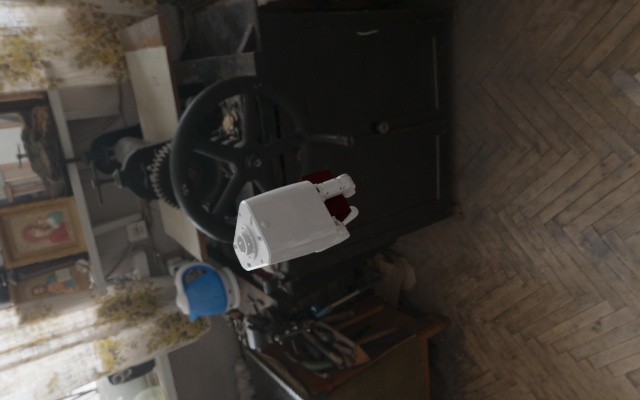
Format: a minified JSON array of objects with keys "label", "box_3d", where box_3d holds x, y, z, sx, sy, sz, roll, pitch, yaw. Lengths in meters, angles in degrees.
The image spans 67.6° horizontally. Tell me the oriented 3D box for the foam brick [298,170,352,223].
[{"label":"foam brick","box_3d":[0.000,0.002,0.715,0.051,0.078,0.053,-17,-21,-31]}]
